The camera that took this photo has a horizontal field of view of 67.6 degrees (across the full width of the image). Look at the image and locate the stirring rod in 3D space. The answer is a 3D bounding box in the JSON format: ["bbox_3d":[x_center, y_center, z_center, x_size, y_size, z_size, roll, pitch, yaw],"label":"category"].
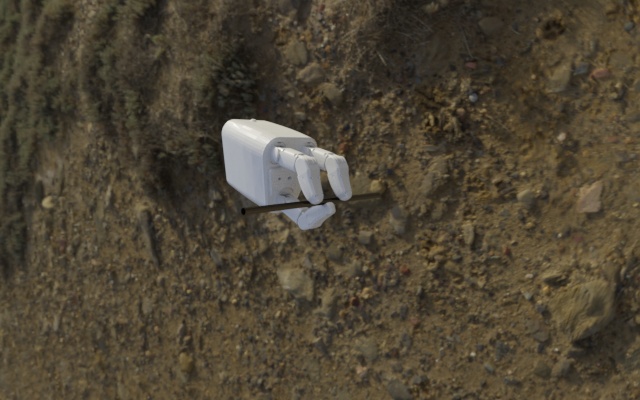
[{"bbox_3d":[0.000,0.002,0.600,0.011,0.011,0.239,0,5,44],"label":"stirring rod"}]
